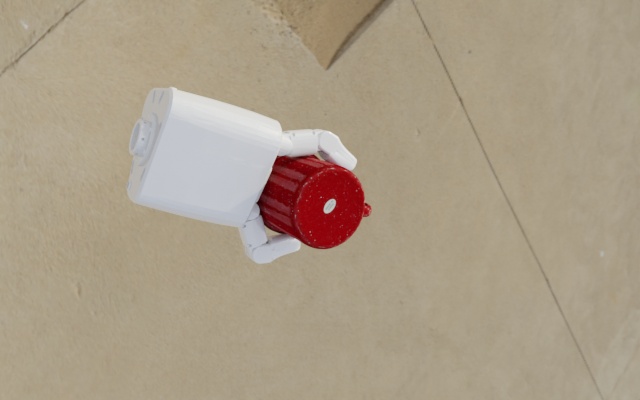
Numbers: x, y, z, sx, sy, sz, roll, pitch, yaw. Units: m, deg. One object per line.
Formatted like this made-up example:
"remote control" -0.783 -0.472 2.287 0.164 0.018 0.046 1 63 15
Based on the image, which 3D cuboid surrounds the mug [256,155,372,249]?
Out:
"mug" 0.001 0.002 0.482 0.117 0.093 0.081 12 6 -33
